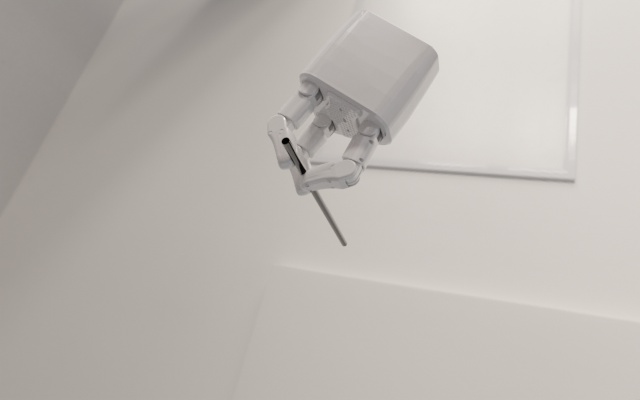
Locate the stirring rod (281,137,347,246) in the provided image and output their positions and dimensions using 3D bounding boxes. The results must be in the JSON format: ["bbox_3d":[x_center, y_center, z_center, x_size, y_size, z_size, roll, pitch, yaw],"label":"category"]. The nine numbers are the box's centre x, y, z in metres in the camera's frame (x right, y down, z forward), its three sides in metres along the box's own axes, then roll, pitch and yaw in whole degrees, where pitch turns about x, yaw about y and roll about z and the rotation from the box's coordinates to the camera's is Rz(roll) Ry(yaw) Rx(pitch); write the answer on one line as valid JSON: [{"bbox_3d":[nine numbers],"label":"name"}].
[{"bbox_3d":[0.000,0.002,0.535,0.011,0.011,0.240,0,-28,17],"label":"stirring rod"}]
